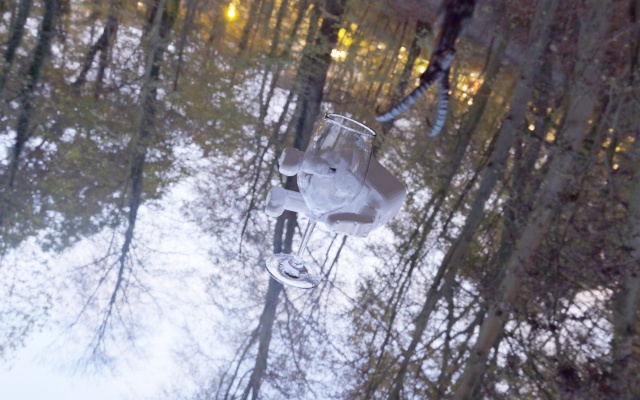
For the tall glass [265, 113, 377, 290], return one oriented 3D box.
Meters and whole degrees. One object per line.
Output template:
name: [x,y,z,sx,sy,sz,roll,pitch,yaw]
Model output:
tall glass: [0.000,0.003,0.564,0.079,0.201,0.079,19,20,-7]
